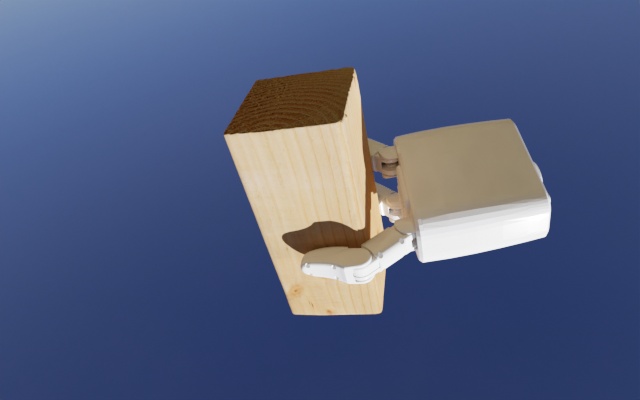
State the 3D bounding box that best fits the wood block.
[{"bbox_3d":[0.000,0.002,0.424,0.090,0.206,0.090,-4,38,15],"label":"wood block"}]
